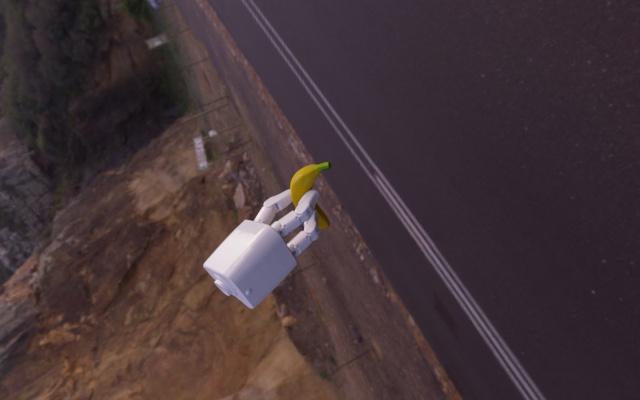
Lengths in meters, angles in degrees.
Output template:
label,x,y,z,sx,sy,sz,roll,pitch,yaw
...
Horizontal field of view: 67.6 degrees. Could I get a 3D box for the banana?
label,x,y,z,sx,sy,sz,roll,pitch,yaw
banana,-0.018,-0.004,0.838,0.069,0.037,0.198,14,-31,9
